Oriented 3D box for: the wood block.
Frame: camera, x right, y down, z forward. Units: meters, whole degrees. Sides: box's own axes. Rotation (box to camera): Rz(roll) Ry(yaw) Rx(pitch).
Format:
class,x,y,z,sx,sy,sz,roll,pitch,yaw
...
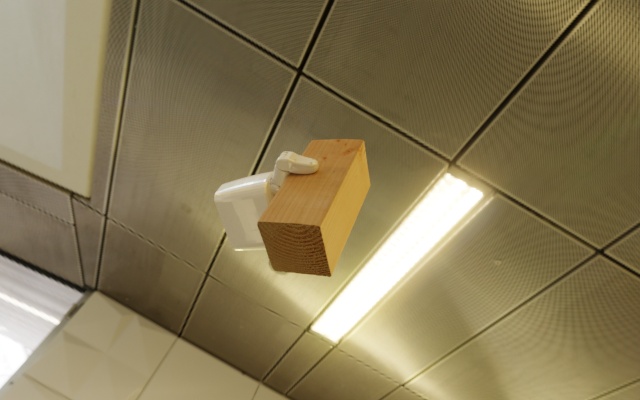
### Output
class,x,y,z,sx,sy,sz,roll,pitch,yaw
wood block,0.000,0.002,0.691,0.090,0.091,0.206,3,38,22
